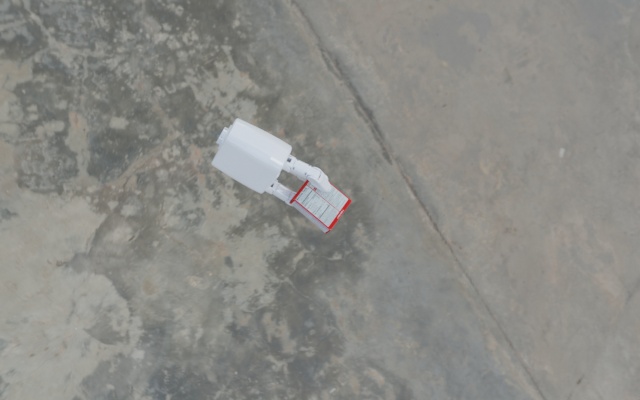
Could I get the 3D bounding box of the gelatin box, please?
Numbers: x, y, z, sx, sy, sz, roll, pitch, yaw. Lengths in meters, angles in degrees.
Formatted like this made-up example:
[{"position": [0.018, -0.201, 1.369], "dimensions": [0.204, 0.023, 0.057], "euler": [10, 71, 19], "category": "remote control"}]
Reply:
[{"position": [0.001, 0.003, 0.857], "dimensions": [0.089, 0.073, 0.030], "euler": [39, -26, -5], "category": "gelatin box"}]
